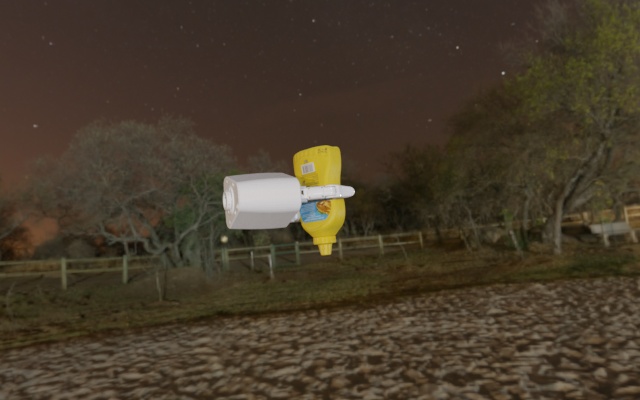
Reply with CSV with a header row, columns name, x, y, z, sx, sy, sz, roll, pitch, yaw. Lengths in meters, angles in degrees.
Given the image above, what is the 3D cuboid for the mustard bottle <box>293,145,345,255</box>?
name,x,y,z,sx,sy,sz,roll,pitch,yaw
mustard bottle,0.000,0.003,0.864,0.096,0.191,0.058,-11,-8,42
